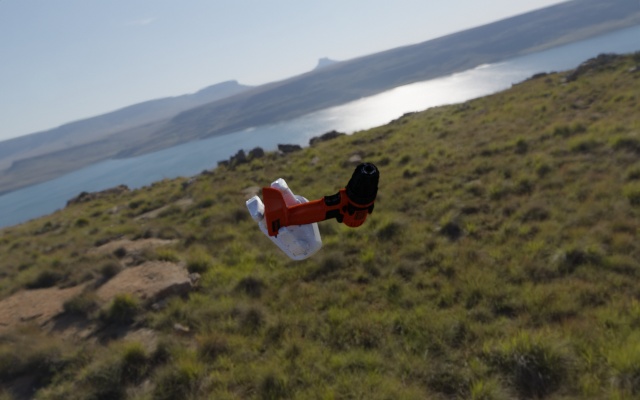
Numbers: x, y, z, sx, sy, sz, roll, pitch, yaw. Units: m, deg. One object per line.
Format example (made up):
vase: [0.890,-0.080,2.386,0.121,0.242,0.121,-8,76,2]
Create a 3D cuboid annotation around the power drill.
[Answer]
power drill: [0.000,0.003,0.789,0.187,0.057,0.184,-6,-28,-8]
